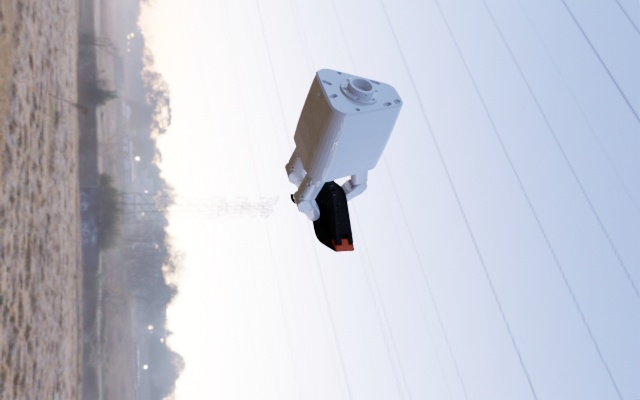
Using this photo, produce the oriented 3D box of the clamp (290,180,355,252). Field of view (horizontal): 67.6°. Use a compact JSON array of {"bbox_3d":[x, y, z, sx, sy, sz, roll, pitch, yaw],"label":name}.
[{"bbox_3d":[0.001,0.003,0.711,0.036,0.209,0.165,-2,-41,-21],"label":"clamp"}]
